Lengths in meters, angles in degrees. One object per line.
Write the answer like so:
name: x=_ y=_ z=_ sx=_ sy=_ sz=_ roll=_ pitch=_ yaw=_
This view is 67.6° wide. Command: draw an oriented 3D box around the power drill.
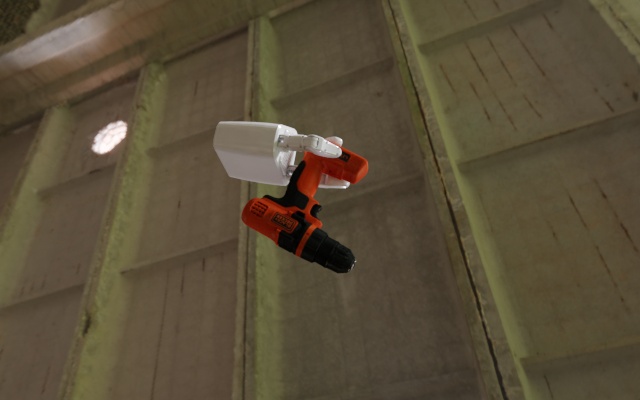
power drill: x=0.000 y=0.002 z=0.732 sx=0.184 sy=0.187 sz=0.057 roll=28 pitch=-29 yaw=8
